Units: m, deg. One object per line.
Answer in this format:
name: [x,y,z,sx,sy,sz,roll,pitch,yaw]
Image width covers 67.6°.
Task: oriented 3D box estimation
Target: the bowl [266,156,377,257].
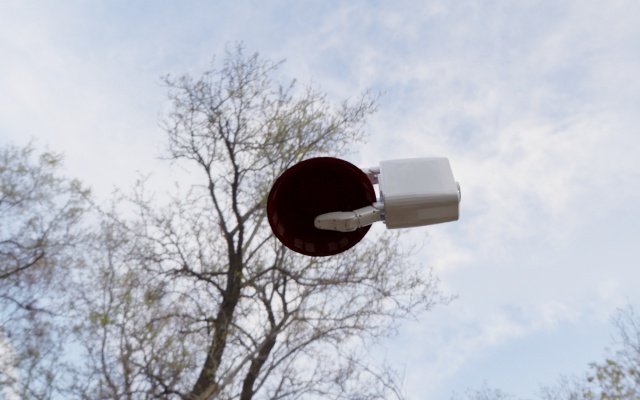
bowl: [-0.001,0.002,0.712,0.162,0.162,0.055,0,25,-7]
